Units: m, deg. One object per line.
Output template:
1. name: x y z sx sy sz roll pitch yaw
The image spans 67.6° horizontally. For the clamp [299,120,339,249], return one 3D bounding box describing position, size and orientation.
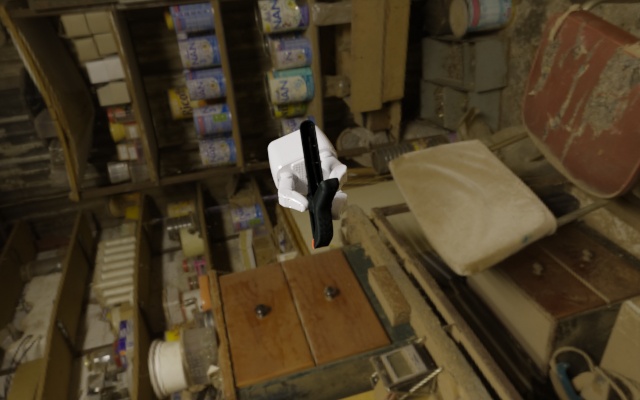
1. clamp: -0.001 0.003 0.736 0.036 0.210 0.164 -9 34 -9
